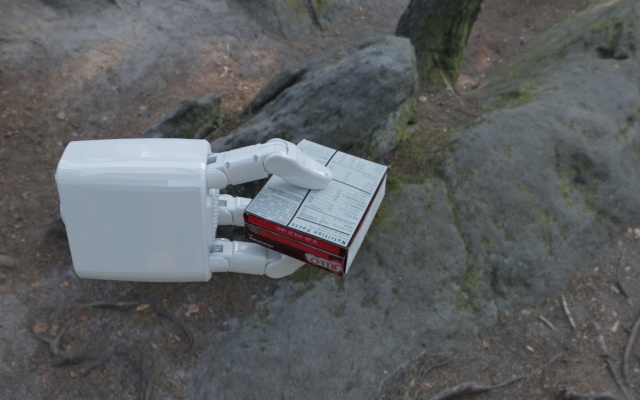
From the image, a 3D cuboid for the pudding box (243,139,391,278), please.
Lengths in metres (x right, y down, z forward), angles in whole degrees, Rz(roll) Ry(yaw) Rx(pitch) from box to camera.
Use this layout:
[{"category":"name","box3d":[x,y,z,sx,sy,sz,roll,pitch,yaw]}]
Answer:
[{"category":"pudding box","box3d":[0.000,0.001,0.404,0.090,0.039,0.113,20,47,13]}]
